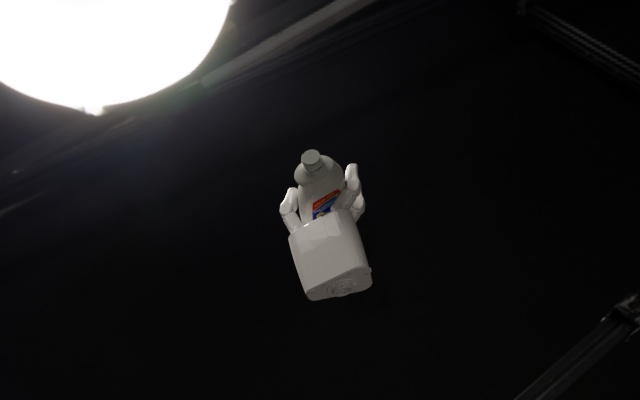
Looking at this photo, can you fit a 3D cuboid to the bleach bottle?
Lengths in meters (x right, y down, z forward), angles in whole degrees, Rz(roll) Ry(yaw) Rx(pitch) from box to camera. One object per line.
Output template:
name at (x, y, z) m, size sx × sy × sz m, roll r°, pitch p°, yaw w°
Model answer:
bleach bottle at (0.000, 0.003, 0.824) m, size 0.102 × 0.068 × 0.251 m, roll -19°, pitch -34°, yaw 0°
